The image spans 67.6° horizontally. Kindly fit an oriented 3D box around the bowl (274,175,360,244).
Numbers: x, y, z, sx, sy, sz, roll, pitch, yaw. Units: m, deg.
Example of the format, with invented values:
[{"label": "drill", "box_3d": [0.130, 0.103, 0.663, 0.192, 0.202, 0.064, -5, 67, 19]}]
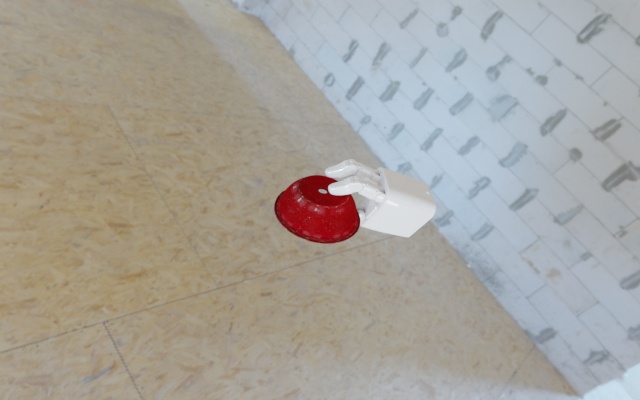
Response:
[{"label": "bowl", "box_3d": [-0.001, 0.003, 0.856, 0.162, 0.055, 0.162, 9, 38, -7]}]
